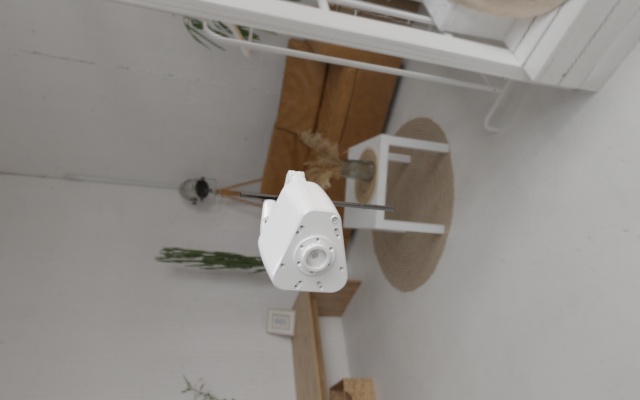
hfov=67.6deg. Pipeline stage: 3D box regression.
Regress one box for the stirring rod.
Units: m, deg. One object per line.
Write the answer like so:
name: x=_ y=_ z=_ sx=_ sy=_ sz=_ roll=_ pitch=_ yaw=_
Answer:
stirring rod: x=0.000 y=0.002 z=0.720 sx=0.239 sy=0.011 sz=0.011 roll=6 pitch=-2 yaw=-16
